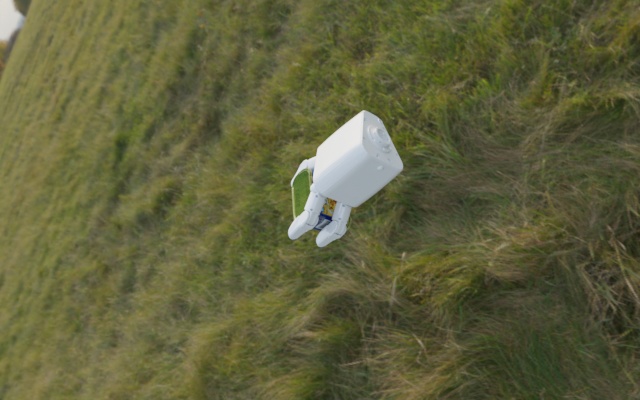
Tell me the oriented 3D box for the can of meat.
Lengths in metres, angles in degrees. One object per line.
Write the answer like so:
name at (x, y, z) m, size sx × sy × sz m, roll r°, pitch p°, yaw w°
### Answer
can of meat at (0.000, 0.003, 0.810) m, size 0.084 × 0.102 × 0.057 m, roll 20°, pitch -40°, yaw -36°
